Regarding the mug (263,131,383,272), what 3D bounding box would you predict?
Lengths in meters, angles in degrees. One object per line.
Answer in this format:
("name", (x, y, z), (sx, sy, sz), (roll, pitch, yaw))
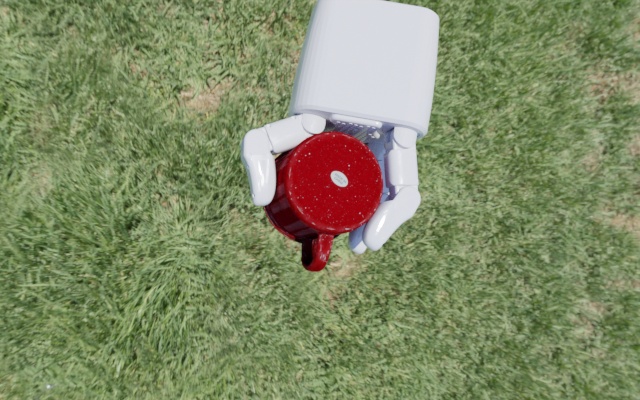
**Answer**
("mug", (0.000, 0.003, 0.403), (0.093, 0.117, 0.081), (11, -9, -14))
